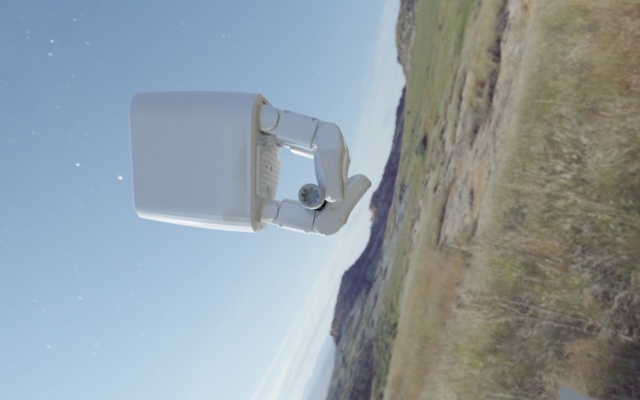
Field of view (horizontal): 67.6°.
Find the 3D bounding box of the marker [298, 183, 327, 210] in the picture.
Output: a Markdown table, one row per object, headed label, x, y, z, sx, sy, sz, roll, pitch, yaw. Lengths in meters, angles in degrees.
| label | x | y | z | sx | sy | sz | roll | pitch | yaw |
| --- | --- | --- | --- | --- | --- | --- | --- | --- | --- |
| marker | 0.000 | 0.001 | 0.414 | 0.020 | 0.020 | 0.121 | 0 | -5 | 8 |
